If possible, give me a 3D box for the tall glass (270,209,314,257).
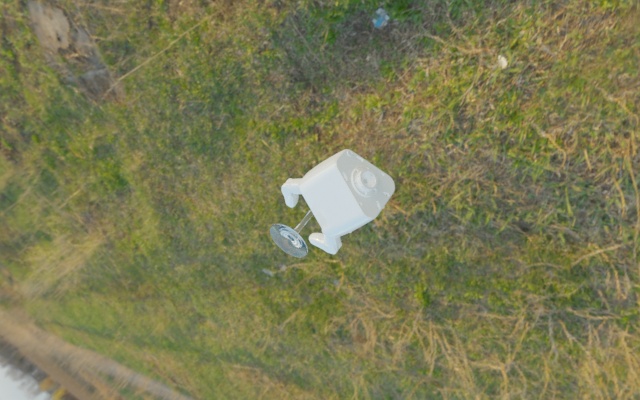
[{"bbox_3d":[0.000,0.003,0.834,0.079,0.079,0.201,0,40,43],"label":"tall glass"}]
